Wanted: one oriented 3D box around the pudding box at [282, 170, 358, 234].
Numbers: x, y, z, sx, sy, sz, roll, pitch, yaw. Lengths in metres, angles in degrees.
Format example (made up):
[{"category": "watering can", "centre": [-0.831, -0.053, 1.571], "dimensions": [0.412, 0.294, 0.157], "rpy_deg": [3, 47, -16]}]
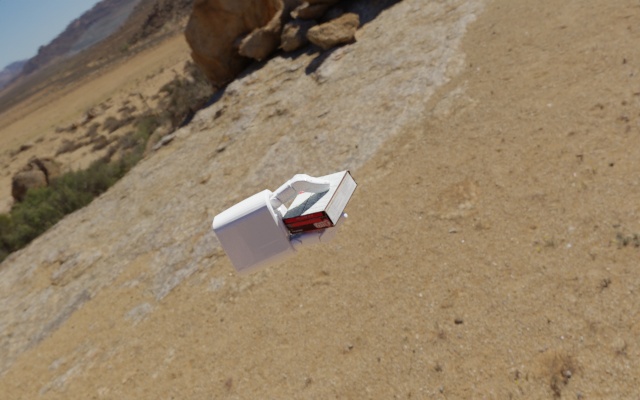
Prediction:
[{"category": "pudding box", "centre": [0.000, 0.002, 0.785], "dimensions": [0.090, 0.039, 0.113], "rpy_deg": [-11, 34, 36]}]
